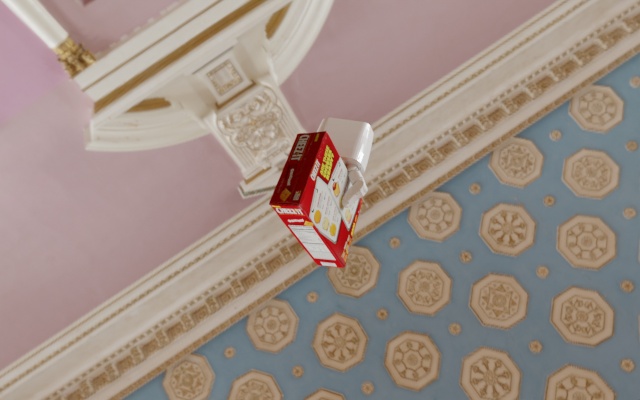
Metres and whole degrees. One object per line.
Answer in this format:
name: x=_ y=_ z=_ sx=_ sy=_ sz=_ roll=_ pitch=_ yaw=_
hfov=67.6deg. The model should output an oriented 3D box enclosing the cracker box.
cracker box: x=0.000 y=0.003 z=0.895 sx=0.072 sy=0.164 sz=0.214 roll=0 pitch=-36 yaw=28
